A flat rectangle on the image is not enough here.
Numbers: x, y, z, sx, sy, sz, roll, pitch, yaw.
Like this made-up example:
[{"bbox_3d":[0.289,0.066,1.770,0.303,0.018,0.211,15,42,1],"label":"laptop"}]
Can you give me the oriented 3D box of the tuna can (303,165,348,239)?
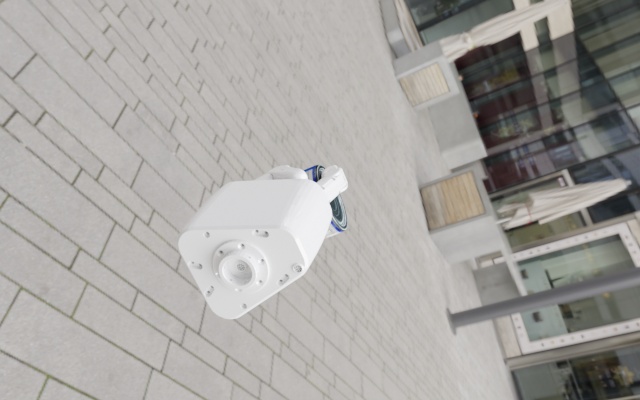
[{"bbox_3d":[0.001,0.002,0.563,0.034,0.086,0.086,-22,-6,15],"label":"tuna can"}]
